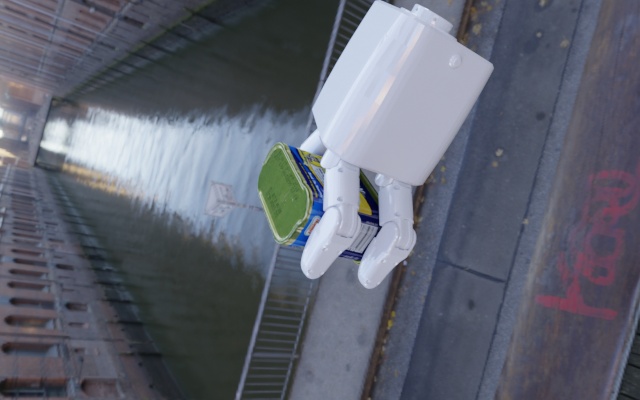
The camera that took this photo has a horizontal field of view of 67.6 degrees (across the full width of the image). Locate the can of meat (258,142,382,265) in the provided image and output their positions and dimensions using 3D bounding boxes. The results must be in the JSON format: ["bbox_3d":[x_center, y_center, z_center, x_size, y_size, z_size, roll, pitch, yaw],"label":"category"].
[{"bbox_3d":[0.000,0.001,0.405,0.084,0.057,0.102,16,29,-33],"label":"can of meat"}]
